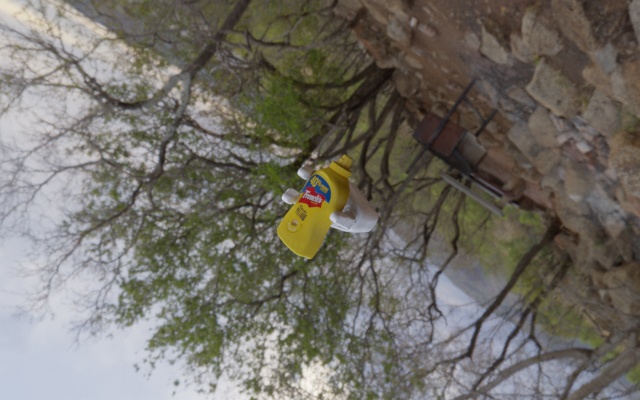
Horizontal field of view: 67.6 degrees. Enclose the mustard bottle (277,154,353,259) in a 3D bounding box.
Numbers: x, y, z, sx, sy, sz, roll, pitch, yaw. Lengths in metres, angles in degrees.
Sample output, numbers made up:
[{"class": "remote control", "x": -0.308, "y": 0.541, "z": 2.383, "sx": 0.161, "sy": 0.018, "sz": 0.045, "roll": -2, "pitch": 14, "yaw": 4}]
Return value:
[{"class": "mustard bottle", "x": 0.000, "y": 0.003, "z": 0.858, "sx": 0.058, "sy": 0.191, "sz": 0.096, "roll": 25, "pitch": 12, "yaw": -40}]
